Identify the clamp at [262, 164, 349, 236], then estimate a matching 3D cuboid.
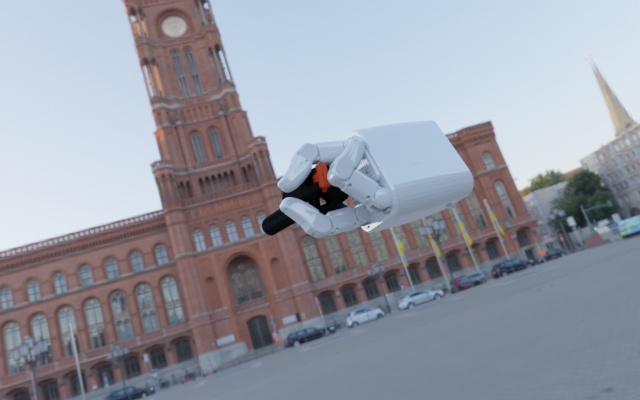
[{"bbox_3d":[0.000,0.001,0.585,0.120,0.039,0.171,-13,-15,-22],"label":"clamp"}]
